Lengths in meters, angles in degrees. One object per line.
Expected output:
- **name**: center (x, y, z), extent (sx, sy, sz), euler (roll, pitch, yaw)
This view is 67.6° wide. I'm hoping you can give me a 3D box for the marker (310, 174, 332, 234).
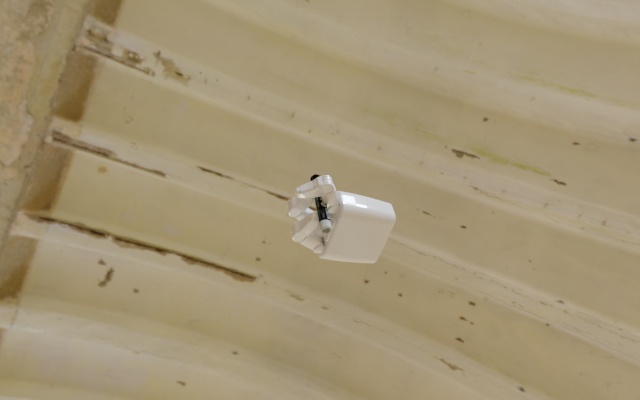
- **marker**: center (0.000, 0.002, 0.766), extent (0.020, 0.121, 0.020), euler (-6, -43, -6)
